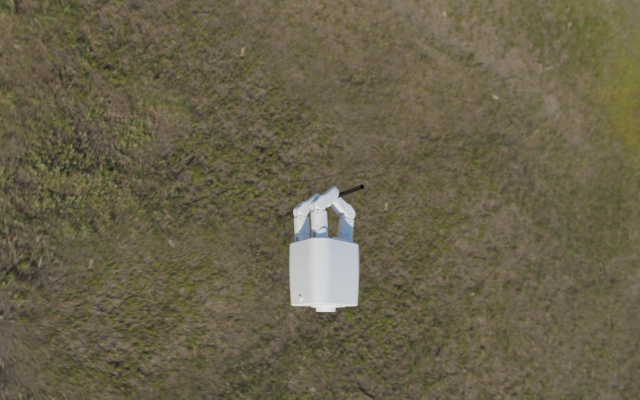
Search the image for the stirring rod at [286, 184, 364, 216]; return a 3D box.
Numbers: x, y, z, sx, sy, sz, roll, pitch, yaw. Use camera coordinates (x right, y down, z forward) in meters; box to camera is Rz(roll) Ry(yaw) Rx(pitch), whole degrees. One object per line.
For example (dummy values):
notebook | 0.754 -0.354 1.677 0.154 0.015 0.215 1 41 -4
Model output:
stirring rod | 0.000 0.003 0.854 0.011 0.011 0.239 0 -12 -34
